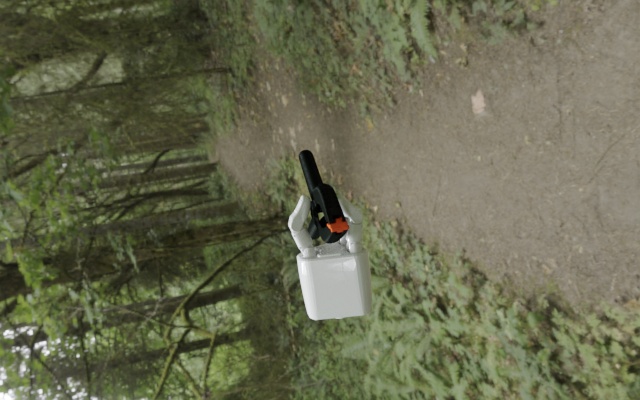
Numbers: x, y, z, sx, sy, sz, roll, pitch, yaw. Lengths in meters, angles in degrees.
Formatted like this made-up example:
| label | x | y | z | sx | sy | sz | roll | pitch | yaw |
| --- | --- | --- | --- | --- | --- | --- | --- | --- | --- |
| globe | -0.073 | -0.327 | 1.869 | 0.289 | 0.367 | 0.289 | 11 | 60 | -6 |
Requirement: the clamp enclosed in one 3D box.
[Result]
| label | x | y | z | sx | sy | sz | roll | pitch | yaw |
| --- | --- | --- | --- | --- | --- | --- | --- | --- | --- |
| clamp | -0.001 | 0.003 | 0.770 | 0.036 | 0.164 | 0.210 | -10 | 10 | -12 |
